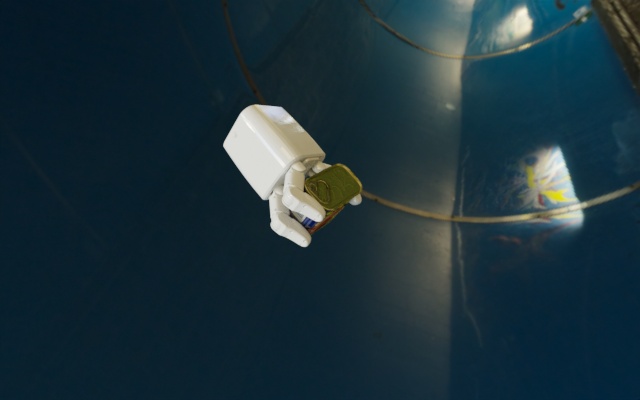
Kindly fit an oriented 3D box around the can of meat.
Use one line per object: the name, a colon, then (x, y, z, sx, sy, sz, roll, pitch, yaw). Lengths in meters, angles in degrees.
can of meat: (0.000, 0.002, 0.697, 0.102, 0.057, 0.084, -31, -14, -48)
